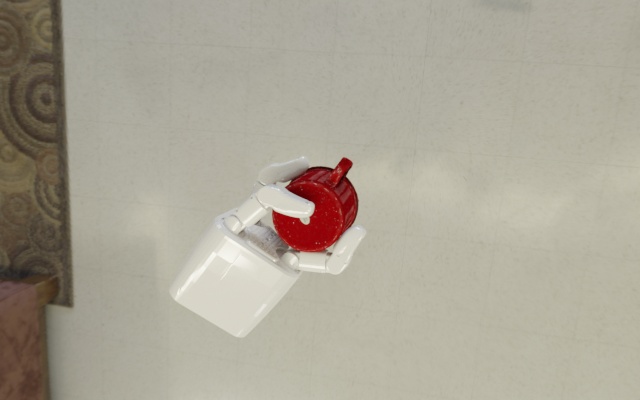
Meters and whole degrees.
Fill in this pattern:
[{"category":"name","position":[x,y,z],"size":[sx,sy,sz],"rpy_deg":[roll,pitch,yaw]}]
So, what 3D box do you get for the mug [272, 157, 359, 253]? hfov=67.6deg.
[{"category":"mug","position":[0.001,0.001,0.545],"size":[0.093,0.117,0.081],"rpy_deg":[37,15,2]}]
